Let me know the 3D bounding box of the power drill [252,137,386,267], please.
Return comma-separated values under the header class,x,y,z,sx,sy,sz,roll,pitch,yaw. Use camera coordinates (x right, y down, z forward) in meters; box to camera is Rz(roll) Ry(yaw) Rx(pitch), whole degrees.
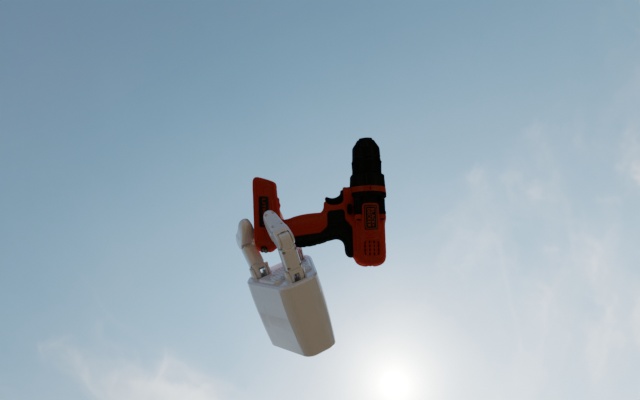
class,x,y,z,sx,sy,sz,roll,pitch,yaw
power drill,0.000,0.002,0.672,0.187,0.184,0.057,-2,-10,-1
